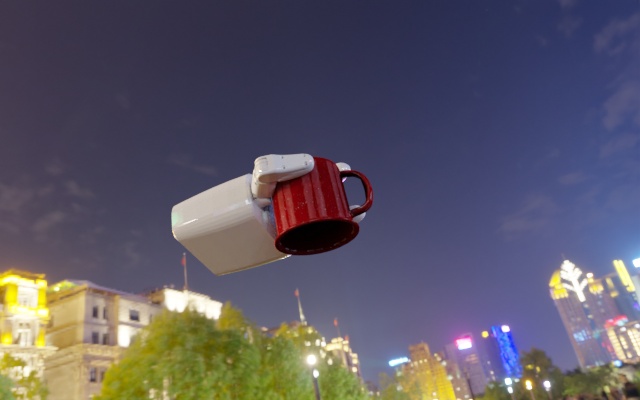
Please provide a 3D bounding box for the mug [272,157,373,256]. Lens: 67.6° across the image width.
[{"bbox_3d":[0.001,0.001,0.525,0.117,0.081,0.093,-19,-28,14],"label":"mug"}]
